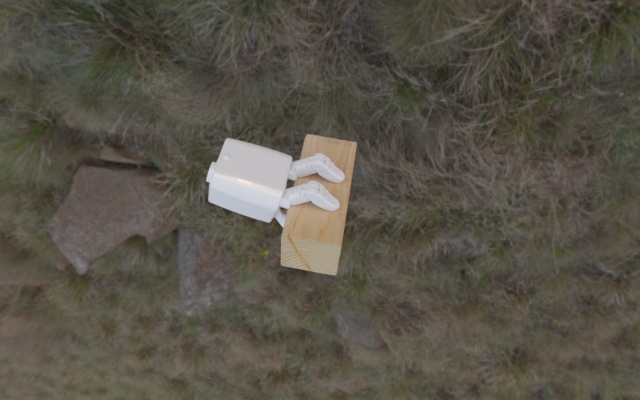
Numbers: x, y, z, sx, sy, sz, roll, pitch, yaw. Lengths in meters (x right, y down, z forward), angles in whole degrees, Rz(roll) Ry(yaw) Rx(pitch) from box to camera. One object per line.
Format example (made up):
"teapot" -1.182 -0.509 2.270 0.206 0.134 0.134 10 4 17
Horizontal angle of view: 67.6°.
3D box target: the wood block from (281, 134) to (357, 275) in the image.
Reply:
"wood block" 0.000 0.003 0.769 0.090 0.206 0.091 10 -36 2
